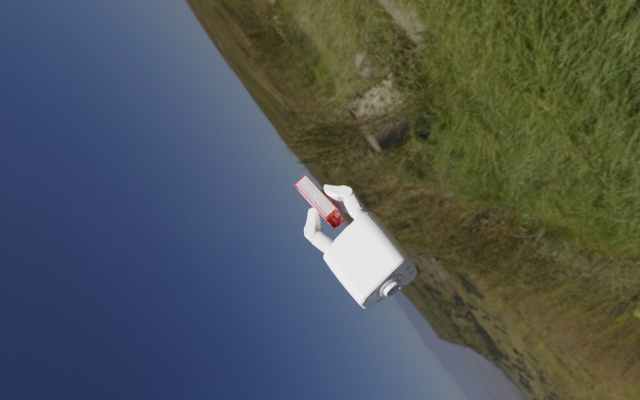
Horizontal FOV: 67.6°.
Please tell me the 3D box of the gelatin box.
[{"bbox_3d":[0.000,0.003,0.837,0.030,0.089,0.073,-43,-20,-1],"label":"gelatin box"}]
